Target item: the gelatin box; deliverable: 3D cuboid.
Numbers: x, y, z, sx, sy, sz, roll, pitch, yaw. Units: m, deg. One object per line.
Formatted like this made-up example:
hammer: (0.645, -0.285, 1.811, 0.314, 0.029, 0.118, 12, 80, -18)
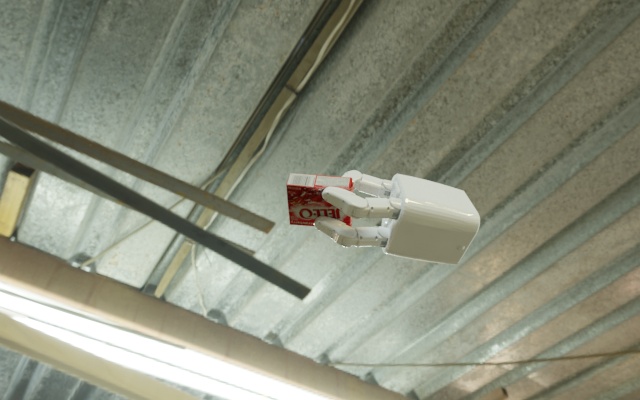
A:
gelatin box: (0.000, 0.002, 0.657, 0.089, 0.073, 0.030, 5, 41, 8)
